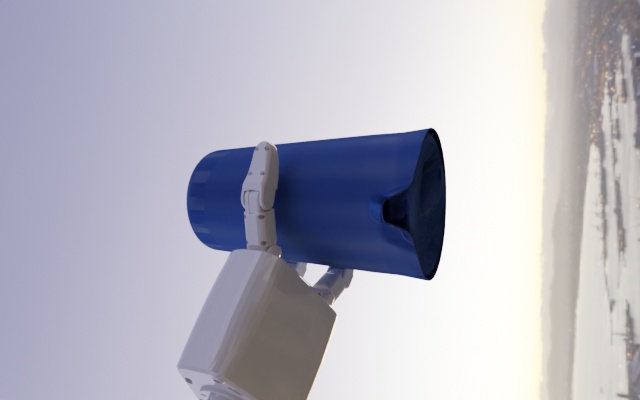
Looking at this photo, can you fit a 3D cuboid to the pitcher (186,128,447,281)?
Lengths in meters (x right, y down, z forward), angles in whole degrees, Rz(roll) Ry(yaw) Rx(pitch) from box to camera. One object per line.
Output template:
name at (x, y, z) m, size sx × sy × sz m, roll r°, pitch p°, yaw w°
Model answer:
pitcher at (0.000, 0.002, 0.475) m, size 0.243 × 0.145 × 0.149 m, roll 1°, pitch -39°, yaw 25°
